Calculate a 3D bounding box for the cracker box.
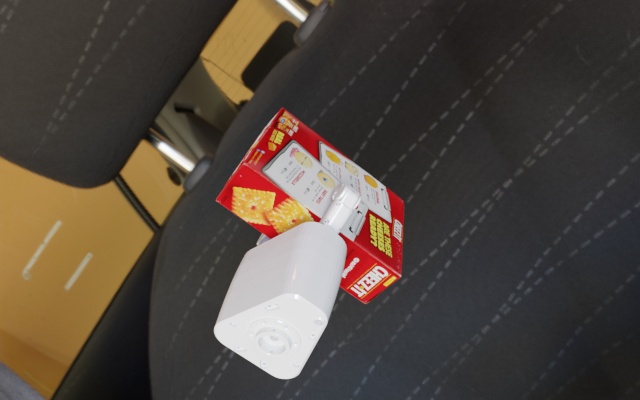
[{"bbox_3d":[0.000,0.002,0.587,0.214,0.072,0.164,37,31,-12],"label":"cracker box"}]
